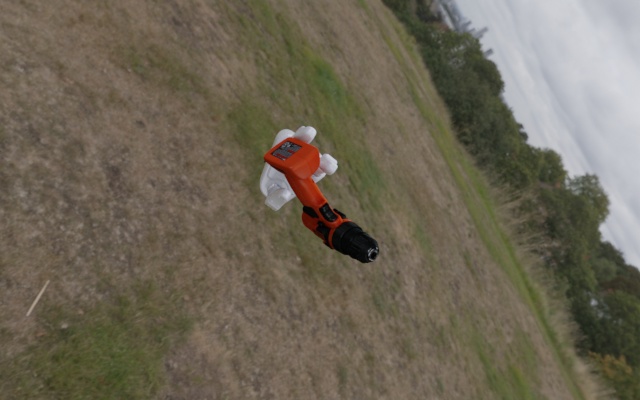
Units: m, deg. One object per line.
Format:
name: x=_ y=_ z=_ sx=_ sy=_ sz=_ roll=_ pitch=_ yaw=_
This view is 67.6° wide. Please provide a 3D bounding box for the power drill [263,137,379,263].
power drill: x=0.000 y=0.002 z=0.719 sx=0.057 sy=0.188 sz=0.184 roll=-39 pitch=34 yaw=-17
